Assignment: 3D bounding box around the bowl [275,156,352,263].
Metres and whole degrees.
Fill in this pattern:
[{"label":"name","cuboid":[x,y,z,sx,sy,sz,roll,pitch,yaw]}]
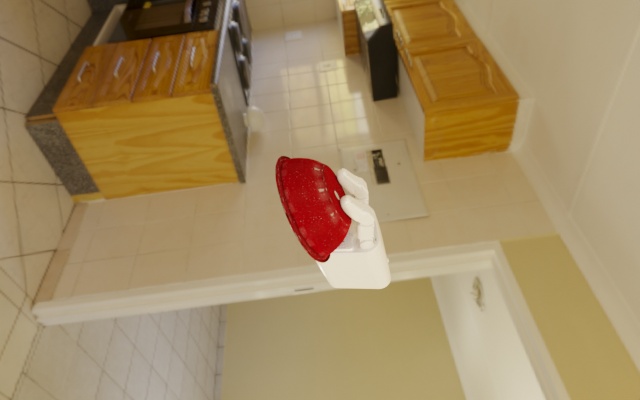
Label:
[{"label":"bowl","cuboid":[0.000,0.001,0.665,0.055,0.162,0.162,-23,-7,16]}]
